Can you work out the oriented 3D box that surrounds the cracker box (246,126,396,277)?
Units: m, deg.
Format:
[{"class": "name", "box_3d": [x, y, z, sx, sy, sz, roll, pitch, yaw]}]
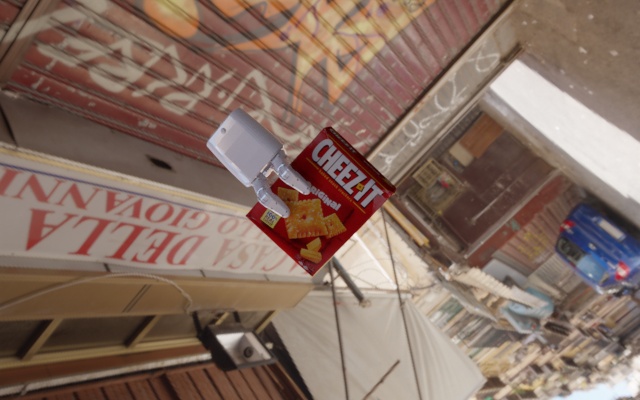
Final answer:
[{"class": "cracker box", "box_3d": [0.000, 0.003, 0.840, 0.164, 0.214, 0.072, 43, 14, 1]}]
